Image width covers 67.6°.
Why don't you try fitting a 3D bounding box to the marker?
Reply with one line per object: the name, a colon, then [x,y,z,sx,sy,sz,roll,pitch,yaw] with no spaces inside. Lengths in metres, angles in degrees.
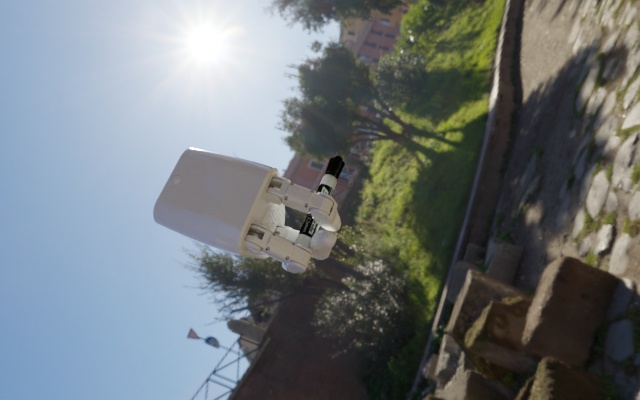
marker: [0.000,0.002,0.532,0.020,0.121,0.020,19,-22,8]
